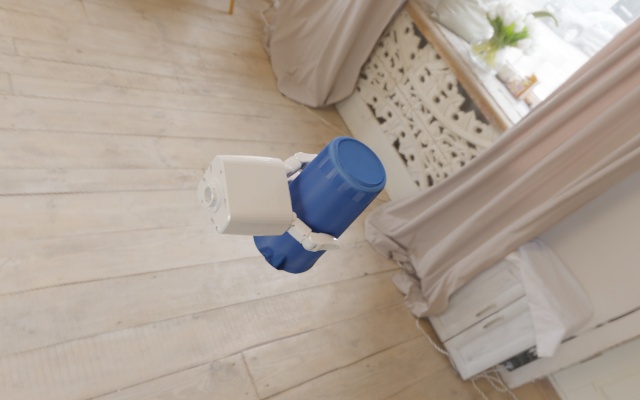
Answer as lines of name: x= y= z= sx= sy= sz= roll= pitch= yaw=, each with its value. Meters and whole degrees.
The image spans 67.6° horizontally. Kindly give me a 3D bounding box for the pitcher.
pitcher: x=0.000 y=0.003 z=0.798 sx=0.145 sy=0.149 sz=0.243 roll=3 pitch=-36 yaw=-38
